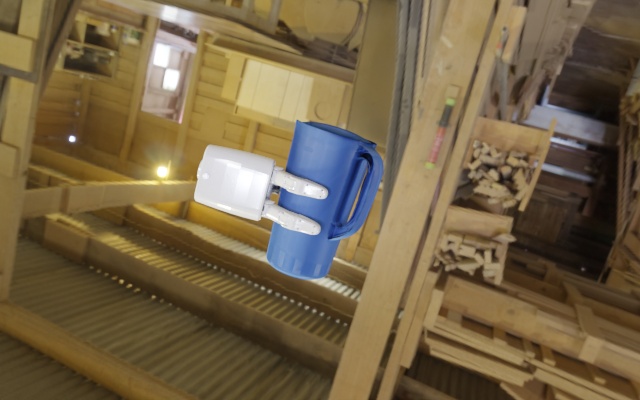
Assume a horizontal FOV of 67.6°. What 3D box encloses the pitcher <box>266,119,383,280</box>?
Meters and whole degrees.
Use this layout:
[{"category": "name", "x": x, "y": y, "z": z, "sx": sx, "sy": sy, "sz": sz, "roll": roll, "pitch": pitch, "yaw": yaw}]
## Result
[{"category": "pitcher", "x": 0.000, "y": 0.002, "z": 0.765, "sx": 0.145, "sy": 0.243, "sz": 0.149, "roll": 16, "pitch": 11, "yaw": -3}]
